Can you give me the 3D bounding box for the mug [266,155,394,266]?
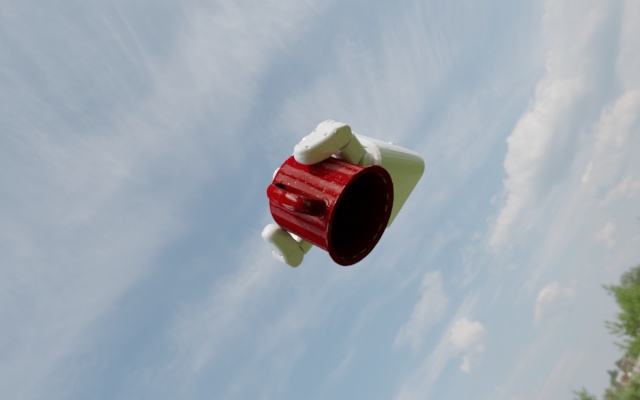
[{"bbox_3d":[-0.001,0.001,0.427,0.081,0.093,0.117,23,13,37],"label":"mug"}]
